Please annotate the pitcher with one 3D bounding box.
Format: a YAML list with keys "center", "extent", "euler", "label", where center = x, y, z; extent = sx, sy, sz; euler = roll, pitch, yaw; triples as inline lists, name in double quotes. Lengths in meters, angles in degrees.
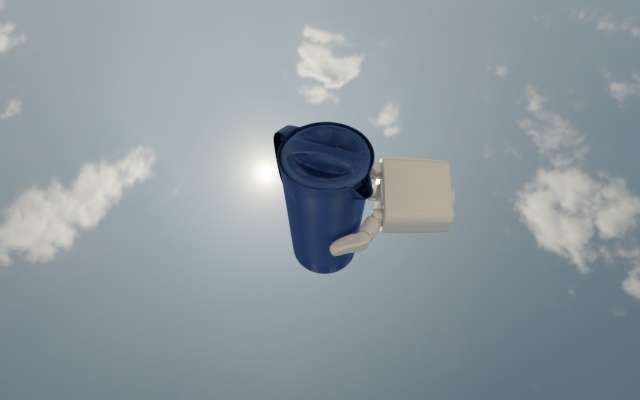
- center: [0.000, 0.002, 0.743]
  extent: [0.145, 0.149, 0.243]
  euler: [0, -39, 0]
  label: "pitcher"
